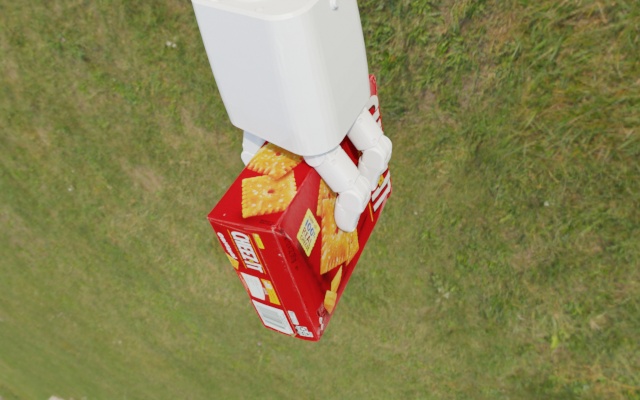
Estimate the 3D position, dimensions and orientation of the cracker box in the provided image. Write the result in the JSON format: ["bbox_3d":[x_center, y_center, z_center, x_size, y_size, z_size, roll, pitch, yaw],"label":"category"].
[{"bbox_3d":[0.000,0.002,0.464,0.072,0.164,0.213,11,49,26],"label":"cracker box"}]
